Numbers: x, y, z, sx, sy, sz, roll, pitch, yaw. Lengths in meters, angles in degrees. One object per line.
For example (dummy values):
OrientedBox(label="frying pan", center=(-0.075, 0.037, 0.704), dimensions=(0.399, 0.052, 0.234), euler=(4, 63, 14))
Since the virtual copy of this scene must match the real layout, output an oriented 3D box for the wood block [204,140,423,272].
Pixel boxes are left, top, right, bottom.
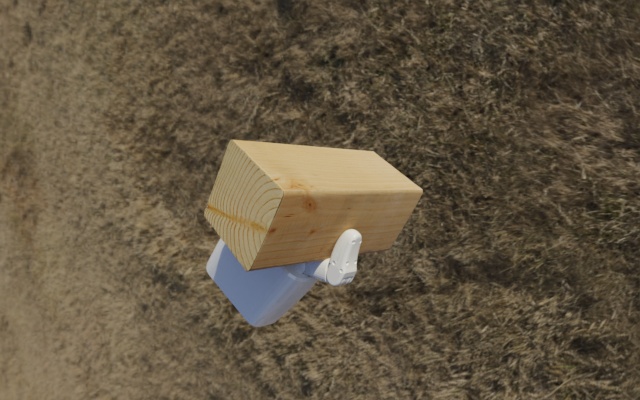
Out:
OrientedBox(label="wood block", center=(0.000, 0.002, 0.500), dimensions=(0.206, 0.090, 0.090), euler=(-2, 37, -45))
